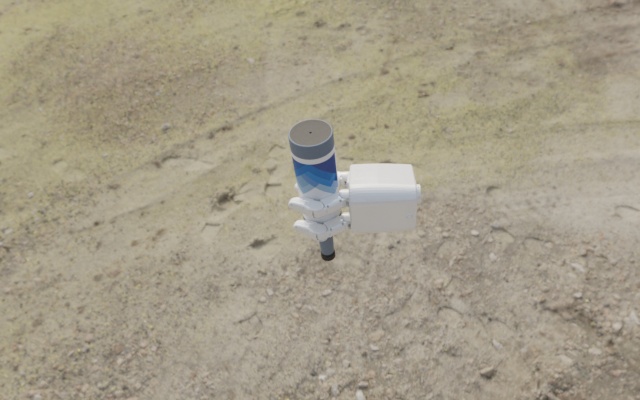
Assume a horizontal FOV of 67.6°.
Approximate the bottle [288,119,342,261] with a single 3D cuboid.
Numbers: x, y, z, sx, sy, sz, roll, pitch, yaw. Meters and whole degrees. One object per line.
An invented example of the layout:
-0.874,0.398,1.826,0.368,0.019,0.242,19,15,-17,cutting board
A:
0.000,0.002,0.801,0.069,0.069,0.296,0,-44,8,bottle
